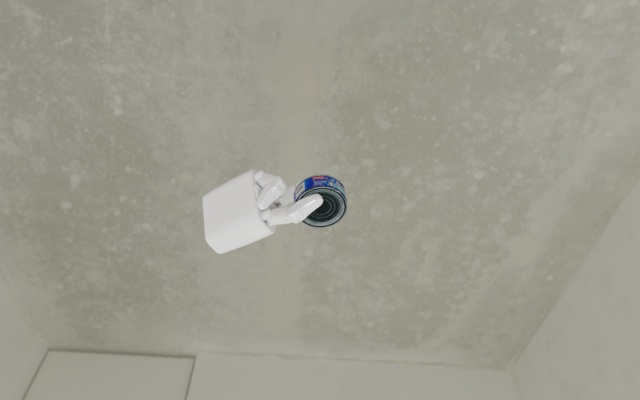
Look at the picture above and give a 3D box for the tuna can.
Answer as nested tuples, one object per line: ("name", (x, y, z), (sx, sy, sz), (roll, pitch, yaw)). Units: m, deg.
("tuna can", (0.000, 0.003, 0.769), (0.086, 0.086, 0.033), (0, 37, -5))
